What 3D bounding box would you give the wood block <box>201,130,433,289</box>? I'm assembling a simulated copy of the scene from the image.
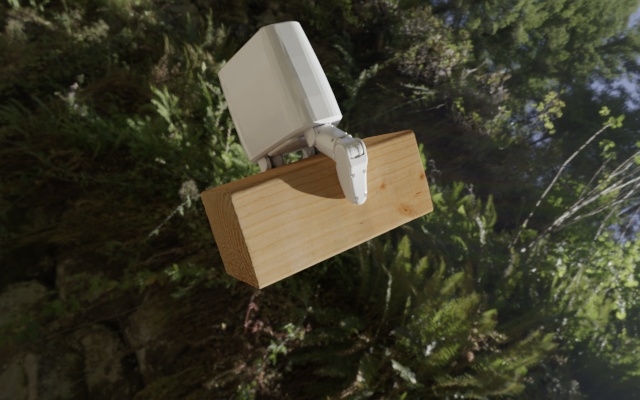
[{"bbox_3d":[0.000,0.001,0.483,0.206,0.090,0.091,-21,11,-27],"label":"wood block"}]
